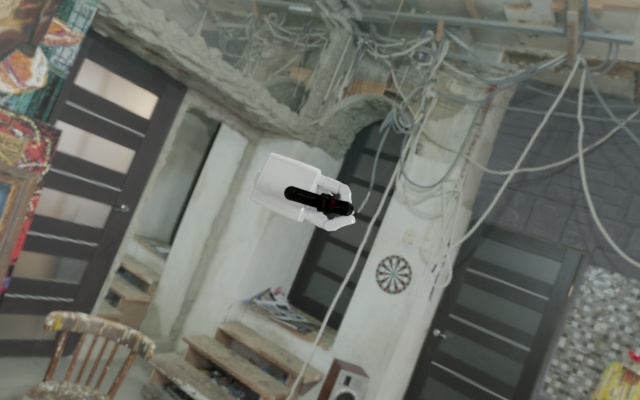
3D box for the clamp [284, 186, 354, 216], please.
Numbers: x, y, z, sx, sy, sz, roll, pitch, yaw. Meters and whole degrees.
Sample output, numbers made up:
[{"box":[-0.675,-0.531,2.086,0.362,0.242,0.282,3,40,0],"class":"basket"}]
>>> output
[{"box":[0.000,0.002,0.857,0.120,0.039,0.171,22,-3,4],"class":"clamp"}]
